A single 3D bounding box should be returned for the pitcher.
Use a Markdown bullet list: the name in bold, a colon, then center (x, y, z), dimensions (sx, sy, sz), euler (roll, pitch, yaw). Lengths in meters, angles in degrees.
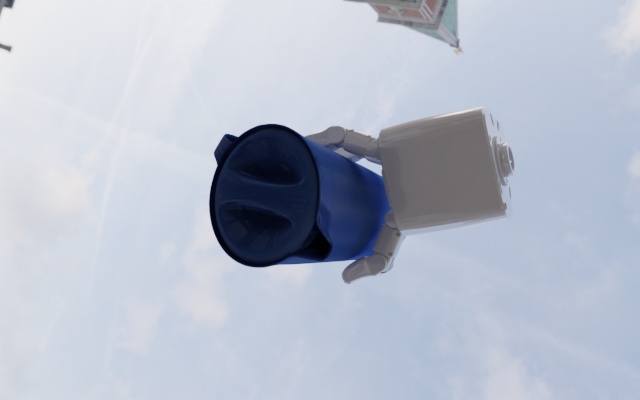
- **pitcher**: center (0.000, 0.002, 0.536), dimensions (0.145, 0.149, 0.243), euler (-11, -13, 31)
